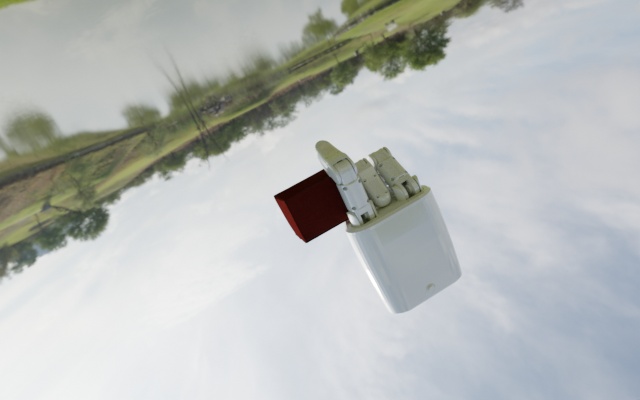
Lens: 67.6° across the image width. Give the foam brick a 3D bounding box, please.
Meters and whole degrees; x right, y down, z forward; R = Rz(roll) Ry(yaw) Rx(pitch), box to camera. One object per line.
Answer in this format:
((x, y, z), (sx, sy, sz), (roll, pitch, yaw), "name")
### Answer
((0.000, 0.002, 0.502), (0.078, 0.051, 0.053), (-29, 14, -11), "foam brick")
